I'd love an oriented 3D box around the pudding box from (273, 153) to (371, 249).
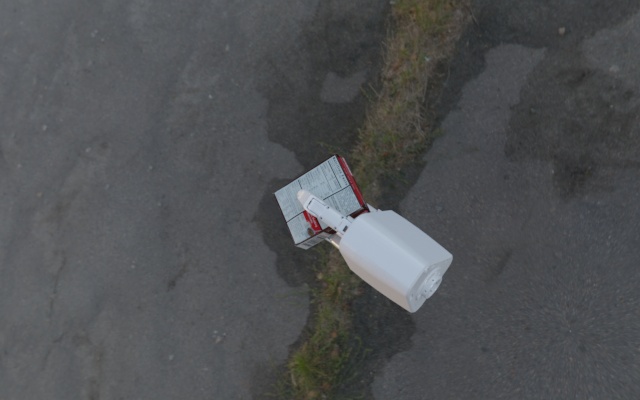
[{"bbox_3d":[0.000,0.002,0.661,0.113,0.090,0.039,-30,-22,15],"label":"pudding box"}]
